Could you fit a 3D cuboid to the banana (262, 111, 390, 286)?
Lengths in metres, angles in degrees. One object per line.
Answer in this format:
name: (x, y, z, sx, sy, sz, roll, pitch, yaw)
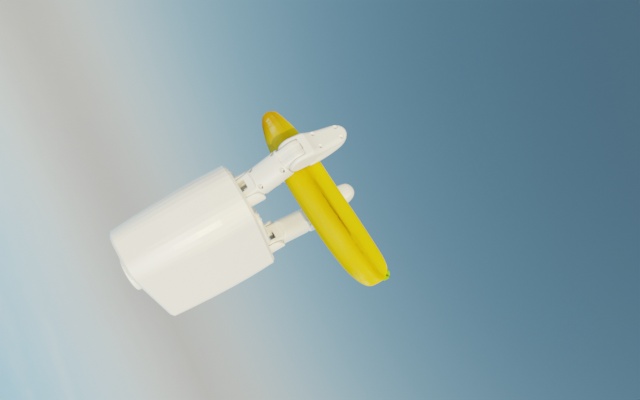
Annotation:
banana: (0.004, 0.006, 0.424, 0.037, 0.198, 0.069, -34, 9, -2)
